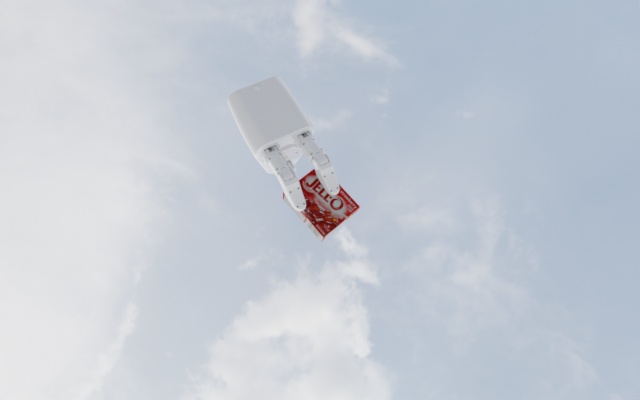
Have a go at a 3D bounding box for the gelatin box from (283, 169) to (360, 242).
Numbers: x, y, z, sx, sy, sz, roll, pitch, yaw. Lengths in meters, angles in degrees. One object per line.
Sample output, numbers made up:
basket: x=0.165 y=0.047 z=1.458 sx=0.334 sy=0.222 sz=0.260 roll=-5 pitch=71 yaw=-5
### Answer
gelatin box: x=0.000 y=0.003 z=0.693 sx=0.073 sy=0.089 sz=0.030 roll=-39 pitch=-8 yaw=-20
